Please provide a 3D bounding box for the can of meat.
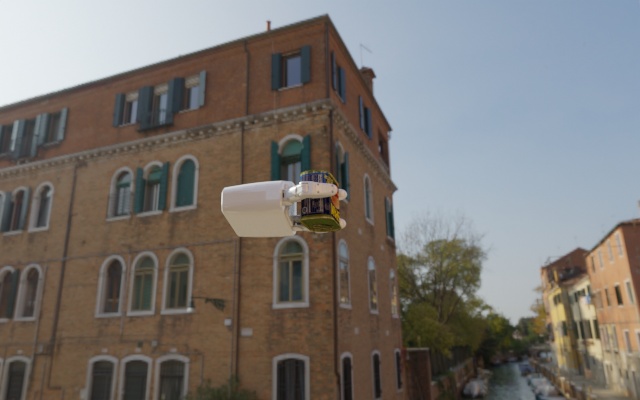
[{"bbox_3d":[0.000,0.002,0.815,0.057,0.084,0.102,-5,-17,13],"label":"can of meat"}]
